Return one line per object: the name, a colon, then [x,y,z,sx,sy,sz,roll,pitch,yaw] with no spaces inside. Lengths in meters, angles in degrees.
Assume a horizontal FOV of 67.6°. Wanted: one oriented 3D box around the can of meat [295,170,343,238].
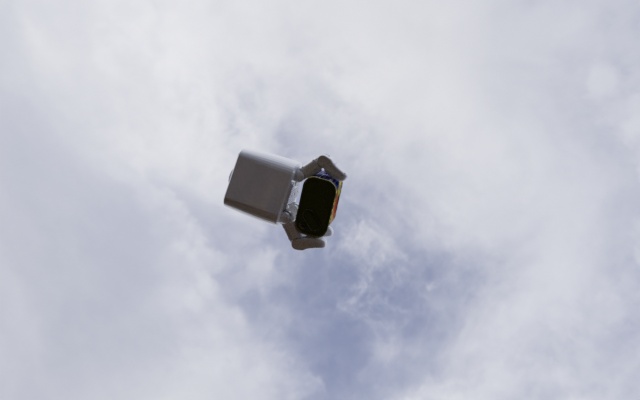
can of meat: [0.000,0.003,0.826,0.057,0.102,0.084,16,16,9]
